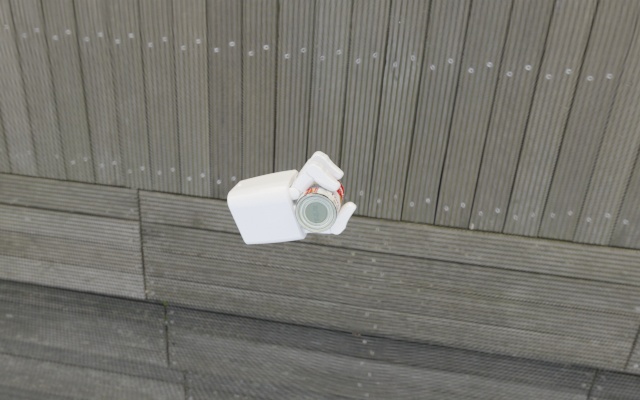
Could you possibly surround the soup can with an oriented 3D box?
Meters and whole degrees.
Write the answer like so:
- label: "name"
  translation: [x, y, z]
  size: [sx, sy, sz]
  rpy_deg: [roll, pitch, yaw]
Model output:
- label: "soup can"
  translation: [0.001, 0.003, 0.781]
  size: [0.068, 0.068, 0.102]
  rpy_deg: [0, 20, 9]
